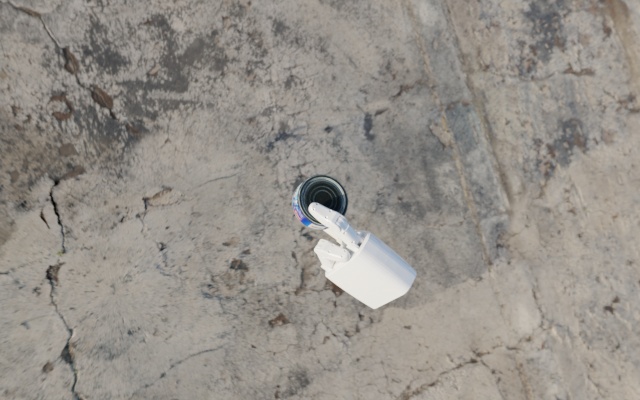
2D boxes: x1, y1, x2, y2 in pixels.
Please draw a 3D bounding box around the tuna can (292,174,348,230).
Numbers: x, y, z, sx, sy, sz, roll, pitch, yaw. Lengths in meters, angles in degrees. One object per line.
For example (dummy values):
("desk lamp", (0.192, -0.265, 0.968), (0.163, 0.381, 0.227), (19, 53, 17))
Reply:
("tuna can", (0.000, 0.002, 0.760), (0.086, 0.086, 0.034), (0, -14, -19))
